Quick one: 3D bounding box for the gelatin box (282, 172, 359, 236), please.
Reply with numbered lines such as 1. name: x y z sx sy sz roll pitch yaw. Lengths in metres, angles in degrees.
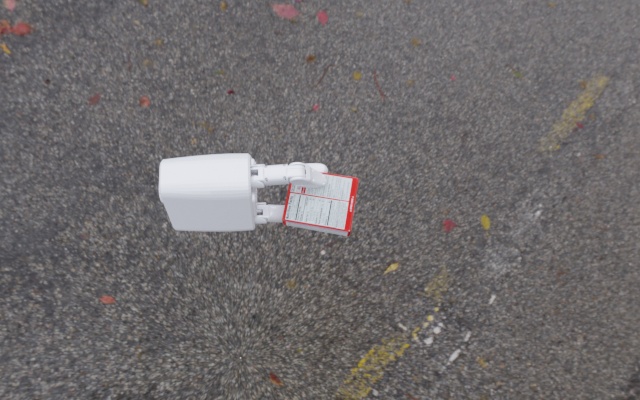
1. gelatin box: 0.000 0.002 0.617 0.089 0.073 0.030 9 -17 3
